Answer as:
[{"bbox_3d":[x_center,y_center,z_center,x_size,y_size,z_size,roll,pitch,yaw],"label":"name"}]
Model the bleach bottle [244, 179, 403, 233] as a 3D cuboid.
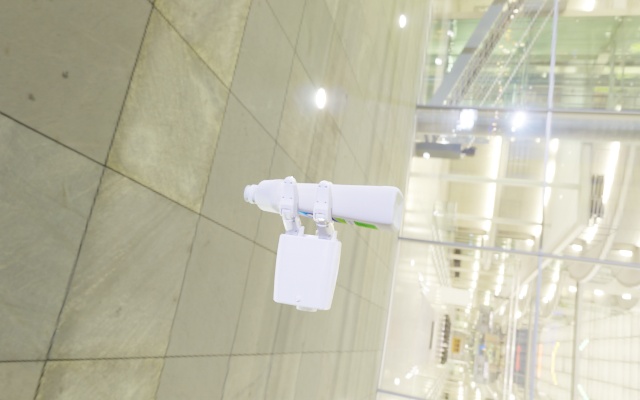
[{"bbox_3d":[0.000,0.002,0.766,0.251,0.068,0.102,6,-8,18],"label":"bleach bottle"}]
